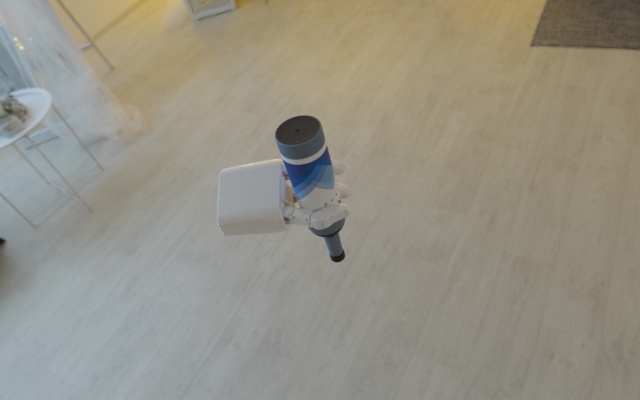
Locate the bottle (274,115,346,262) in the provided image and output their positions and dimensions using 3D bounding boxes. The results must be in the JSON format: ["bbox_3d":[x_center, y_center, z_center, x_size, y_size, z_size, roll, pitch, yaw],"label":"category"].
[{"bbox_3d":[0.000,0.002,0.754,0.069,0.069,0.296,0,-42,16],"label":"bottle"}]
